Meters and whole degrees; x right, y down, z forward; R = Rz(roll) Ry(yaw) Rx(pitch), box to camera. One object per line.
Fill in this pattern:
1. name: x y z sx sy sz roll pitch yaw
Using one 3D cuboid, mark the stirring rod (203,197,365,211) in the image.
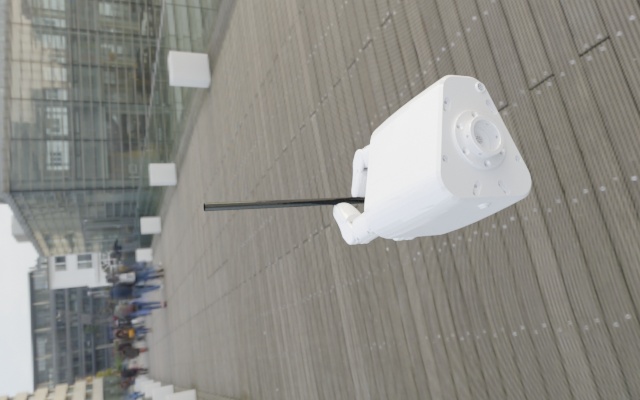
1. stirring rod: 0.000 0.002 0.499 0.239 0.011 0.011 -2 1 -25
